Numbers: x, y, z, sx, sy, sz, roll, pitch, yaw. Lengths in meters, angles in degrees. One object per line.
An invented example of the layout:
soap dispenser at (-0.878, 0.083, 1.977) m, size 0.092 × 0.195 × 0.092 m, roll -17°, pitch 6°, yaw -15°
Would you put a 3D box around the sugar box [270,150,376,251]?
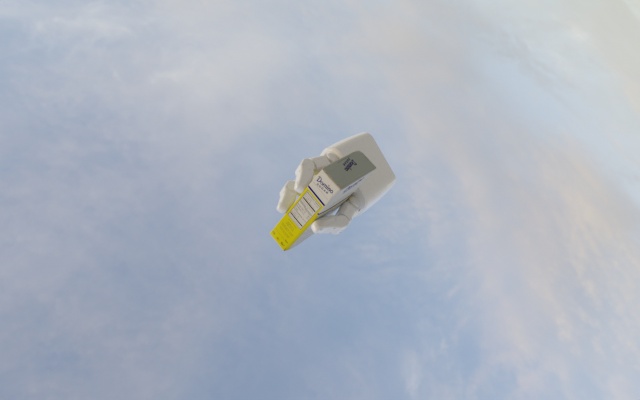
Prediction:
sugar box at (0.000, 0.002, 0.716) m, size 0.093 × 0.048 × 0.176 m, roll -31°, pitch -15°, yaw -46°
